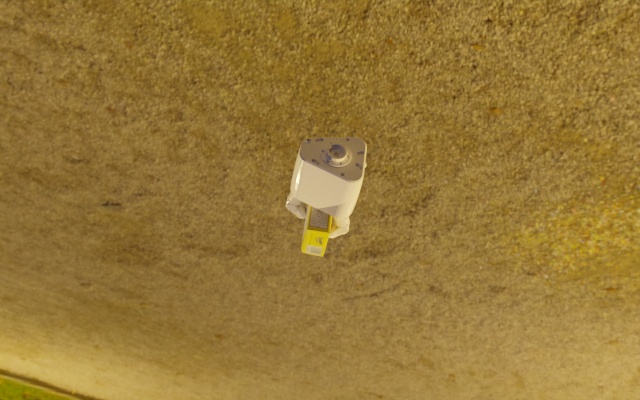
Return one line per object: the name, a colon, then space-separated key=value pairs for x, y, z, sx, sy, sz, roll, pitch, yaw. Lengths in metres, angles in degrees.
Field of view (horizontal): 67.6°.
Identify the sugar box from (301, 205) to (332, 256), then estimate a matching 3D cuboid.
sugar box: x=0.001 y=0.003 z=0.874 sx=0.048 sy=0.176 sz=0.093 roll=12 pitch=-33 yaw=-2
